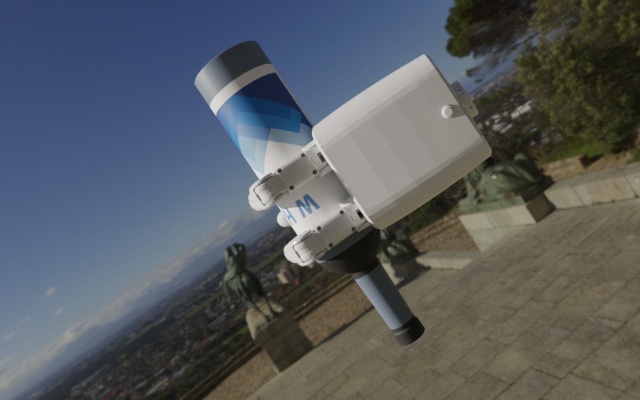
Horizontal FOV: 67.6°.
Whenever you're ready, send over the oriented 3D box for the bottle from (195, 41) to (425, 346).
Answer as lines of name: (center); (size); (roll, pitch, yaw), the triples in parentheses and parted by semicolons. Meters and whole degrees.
bottle: (0.000, 0.001, 0.426); (0.069, 0.296, 0.069); (-34, 2, 1)
